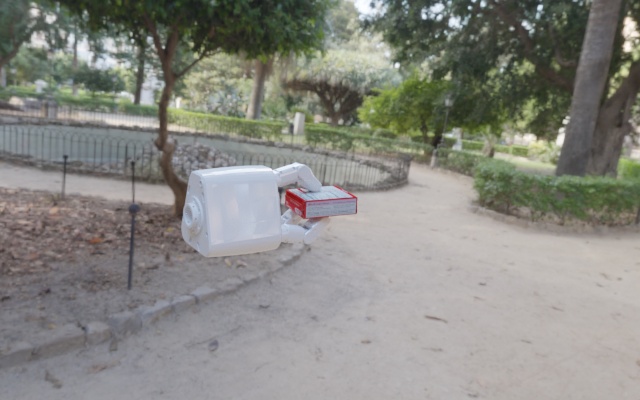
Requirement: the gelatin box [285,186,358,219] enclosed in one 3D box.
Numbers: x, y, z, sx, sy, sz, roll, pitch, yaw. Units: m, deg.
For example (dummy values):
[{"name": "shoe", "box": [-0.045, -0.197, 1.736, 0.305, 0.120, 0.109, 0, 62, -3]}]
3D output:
[{"name": "gelatin box", "box": [0.000, 0.002, 0.718, 0.089, 0.030, 0.073, -6, 17, -24]}]
